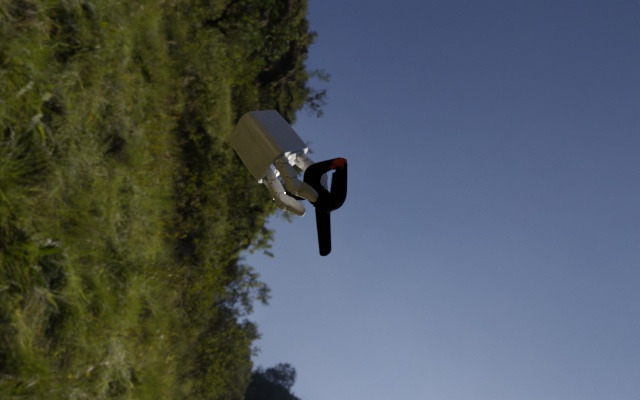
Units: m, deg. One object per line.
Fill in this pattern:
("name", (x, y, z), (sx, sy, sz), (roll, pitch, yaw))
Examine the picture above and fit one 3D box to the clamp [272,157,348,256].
("clamp", (0.001, 0.002, 0.890), (0.036, 0.164, 0.210), (-31, -12, -42))
